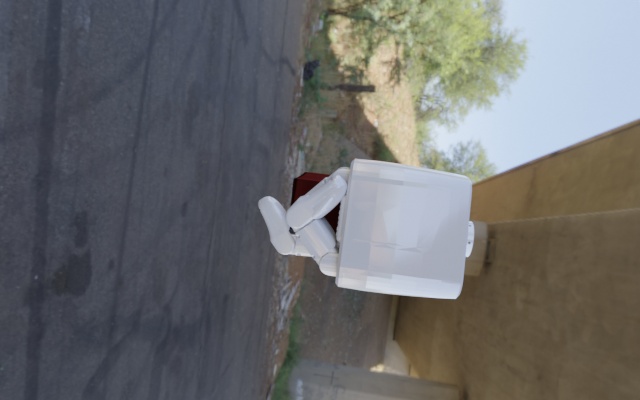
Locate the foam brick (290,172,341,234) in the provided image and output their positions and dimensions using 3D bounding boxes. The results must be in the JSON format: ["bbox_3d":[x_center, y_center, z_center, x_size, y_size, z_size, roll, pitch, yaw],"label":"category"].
[{"bbox_3d":[0.000,0.001,0.499,0.051,0.053,0.078,7,10,5],"label":"foam brick"}]
